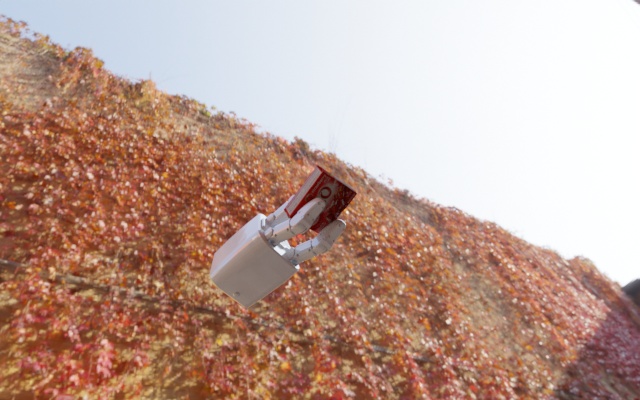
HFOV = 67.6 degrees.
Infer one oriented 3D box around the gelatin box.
[{"bbox_3d":[0.000,0.002,0.726,0.073,0.089,0.030,31,11,-31],"label":"gelatin box"}]
